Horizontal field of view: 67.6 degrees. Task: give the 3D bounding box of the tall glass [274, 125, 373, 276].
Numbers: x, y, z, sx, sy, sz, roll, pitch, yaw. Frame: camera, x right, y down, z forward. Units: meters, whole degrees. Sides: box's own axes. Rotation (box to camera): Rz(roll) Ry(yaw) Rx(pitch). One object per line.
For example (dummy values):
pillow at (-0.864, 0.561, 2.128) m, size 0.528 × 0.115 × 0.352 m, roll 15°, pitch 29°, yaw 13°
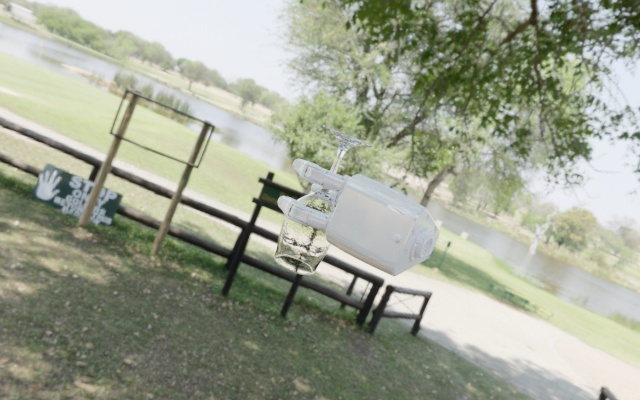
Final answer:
tall glass at (0.000, 0.002, 0.669) m, size 0.079 × 0.201 × 0.079 m, roll 23°, pitch 8°, yaw -3°
